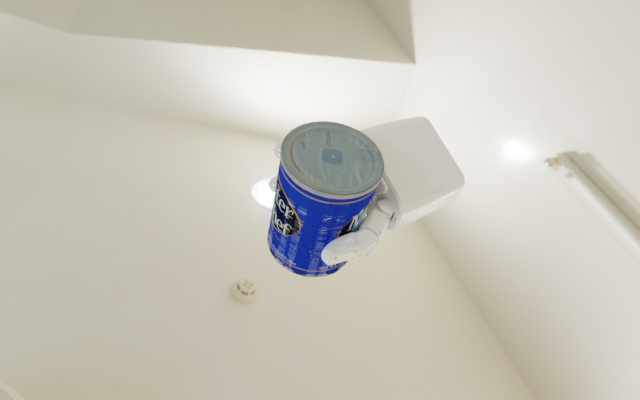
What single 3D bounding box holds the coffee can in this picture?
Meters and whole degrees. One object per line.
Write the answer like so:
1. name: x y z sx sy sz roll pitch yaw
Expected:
1. coffee can: 0.000 0.002 0.512 0.103 0.102 0.140 0 -41 -14
